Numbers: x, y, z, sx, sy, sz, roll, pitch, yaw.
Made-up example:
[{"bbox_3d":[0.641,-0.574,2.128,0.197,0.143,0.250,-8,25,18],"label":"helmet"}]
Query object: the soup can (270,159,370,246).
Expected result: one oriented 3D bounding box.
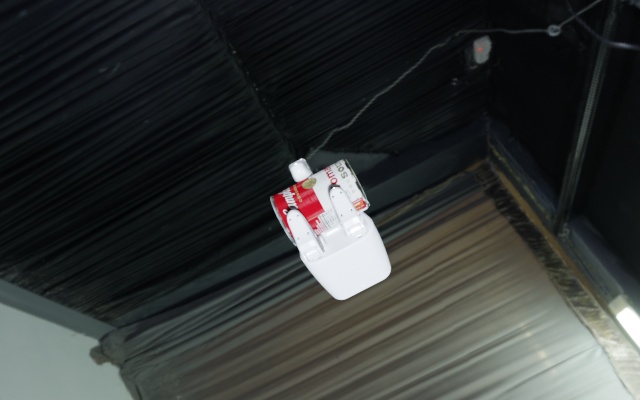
[{"bbox_3d":[0.000,0.001,0.578,0.102,0.068,0.068,-28,-2,3],"label":"soup can"}]
